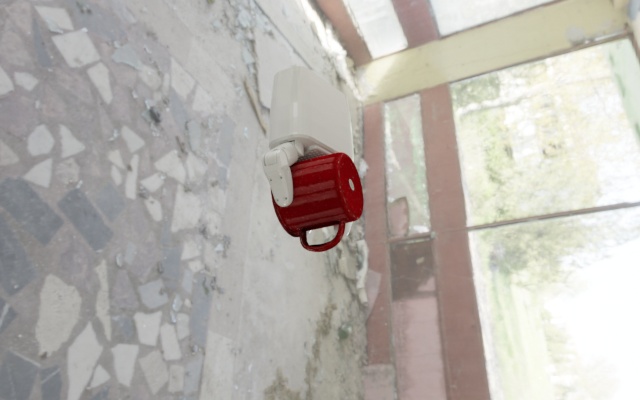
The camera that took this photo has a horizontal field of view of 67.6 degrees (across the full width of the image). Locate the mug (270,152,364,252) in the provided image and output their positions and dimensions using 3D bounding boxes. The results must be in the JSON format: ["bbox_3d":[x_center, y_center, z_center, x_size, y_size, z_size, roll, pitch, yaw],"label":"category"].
[{"bbox_3d":[0.000,0.003,0.553,0.081,0.117,0.093,-12,-26,22],"label":"mug"}]
